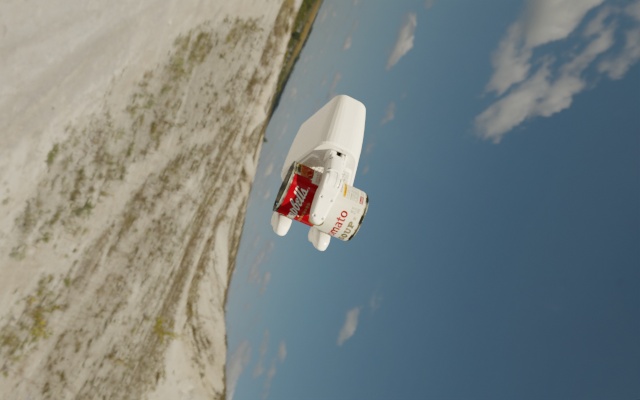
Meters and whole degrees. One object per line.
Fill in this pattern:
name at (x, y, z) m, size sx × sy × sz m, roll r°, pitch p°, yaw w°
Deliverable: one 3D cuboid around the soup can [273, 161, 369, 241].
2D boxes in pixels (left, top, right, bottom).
soup can at (0.000, 0.002, 0.596) m, size 0.102 × 0.068 × 0.068 m, roll 24°, pitch -5°, yaw -10°
